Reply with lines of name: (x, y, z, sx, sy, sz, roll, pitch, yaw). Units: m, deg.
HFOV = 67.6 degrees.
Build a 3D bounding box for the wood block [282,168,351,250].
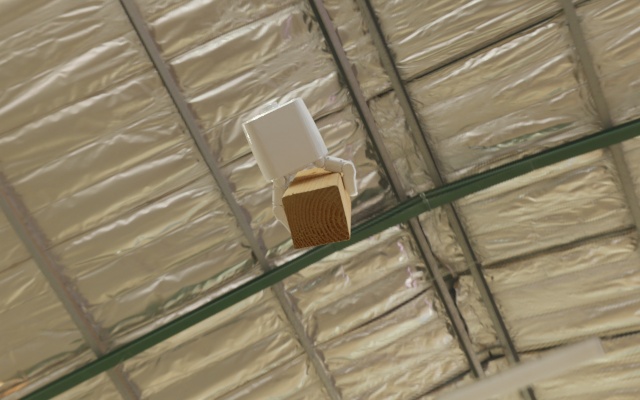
wood block: (0.000, 0.002, 0.821, 0.091, 0.090, 0.206, -12, 13, 7)
